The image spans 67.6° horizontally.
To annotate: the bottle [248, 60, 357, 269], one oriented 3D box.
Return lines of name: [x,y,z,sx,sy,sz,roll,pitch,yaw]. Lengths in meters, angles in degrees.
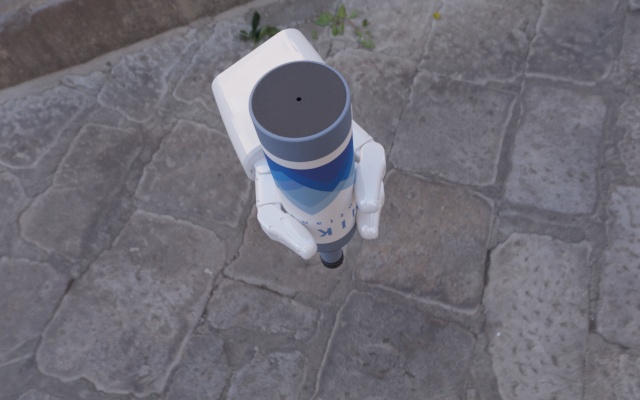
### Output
bottle: [0.000,0.001,0.436,0.069,0.069,0.296,0,-27,6]
